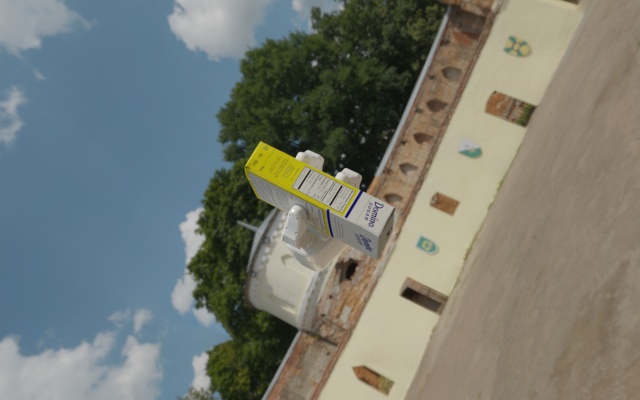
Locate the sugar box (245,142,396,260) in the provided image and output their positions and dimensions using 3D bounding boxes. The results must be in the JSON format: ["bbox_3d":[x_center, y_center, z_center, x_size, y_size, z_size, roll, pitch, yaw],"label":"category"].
[{"bbox_3d":[0.000,0.001,0.565,0.176,0.048,0.093,25,-18,14],"label":"sugar box"}]
